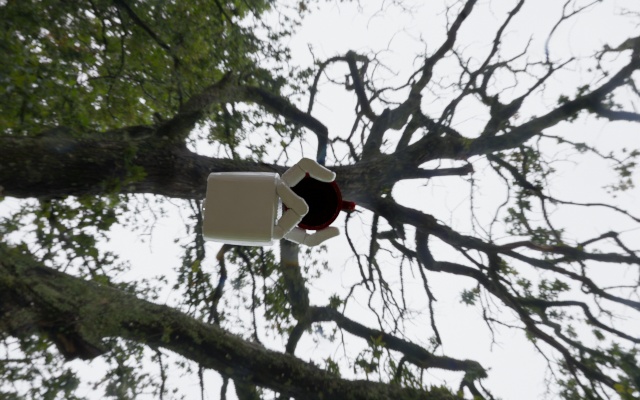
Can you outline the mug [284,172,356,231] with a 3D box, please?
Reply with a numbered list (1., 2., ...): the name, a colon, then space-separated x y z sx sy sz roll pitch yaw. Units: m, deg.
1. mug: 0.002 0.003 0.793 0.117 0.093 0.081 4 0 0
